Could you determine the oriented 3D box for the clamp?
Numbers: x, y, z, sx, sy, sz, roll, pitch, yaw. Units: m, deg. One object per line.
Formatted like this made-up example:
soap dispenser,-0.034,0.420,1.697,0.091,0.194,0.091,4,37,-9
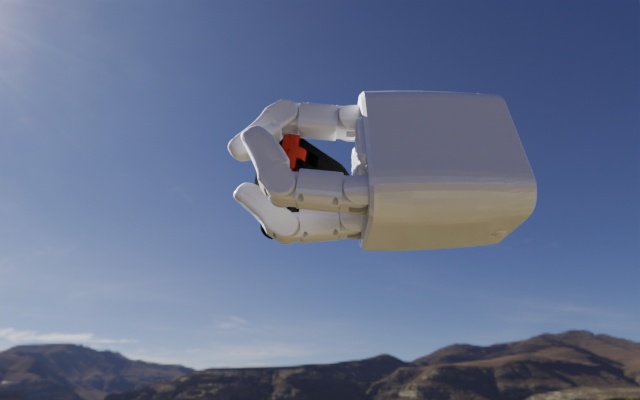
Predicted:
clamp,0.000,0.001,0.411,0.120,0.039,0.171,0,-22,0
